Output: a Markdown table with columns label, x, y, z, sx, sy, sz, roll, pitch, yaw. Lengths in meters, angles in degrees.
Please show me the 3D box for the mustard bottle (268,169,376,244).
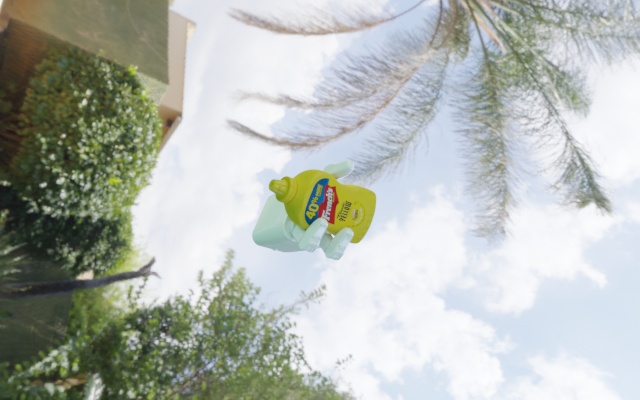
| label | x | y | z | sx | sy | sz | roll | pitch | yaw |
| --- | --- | --- | --- | --- | --- | --- | --- | --- | --- |
| mustard bottle | 0.001 | 0.003 | 0.762 | 0.192 | 0.096 | 0.058 | 20 | 2 | -35 |
